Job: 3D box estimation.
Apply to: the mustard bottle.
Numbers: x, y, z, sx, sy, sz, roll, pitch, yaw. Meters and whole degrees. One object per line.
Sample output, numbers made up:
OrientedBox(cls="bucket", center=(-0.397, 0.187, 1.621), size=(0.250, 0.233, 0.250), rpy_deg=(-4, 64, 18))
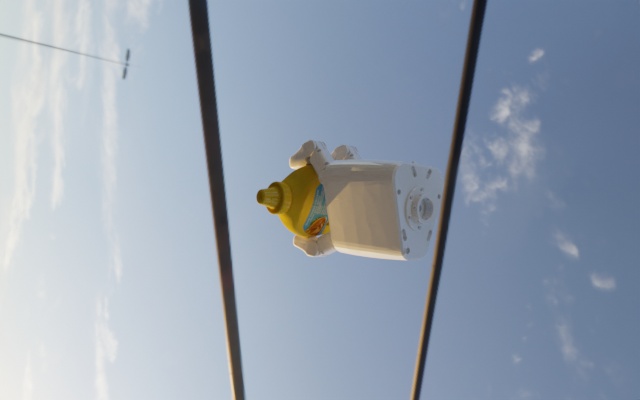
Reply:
OrientedBox(cls="mustard bottle", center=(0.000, 0.002, 0.630), size=(0.191, 0.096, 0.058), rpy_deg=(5, 24, -42))
